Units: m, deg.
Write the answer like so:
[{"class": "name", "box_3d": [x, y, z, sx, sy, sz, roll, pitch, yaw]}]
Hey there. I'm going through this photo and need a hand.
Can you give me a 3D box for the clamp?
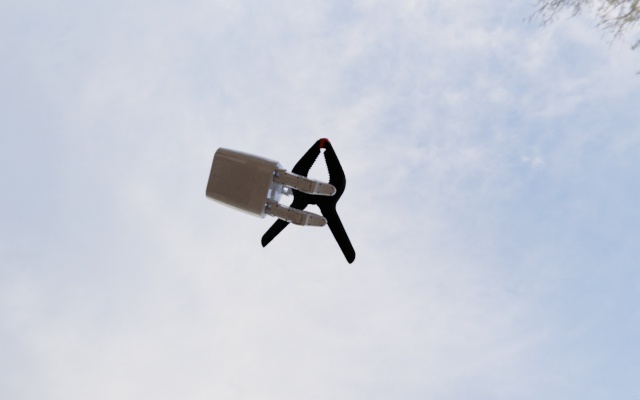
[{"class": "clamp", "box_3d": [0.000, 0.002, 0.800, 0.164, 0.210, 0.036, 16, 10, 5]}]
